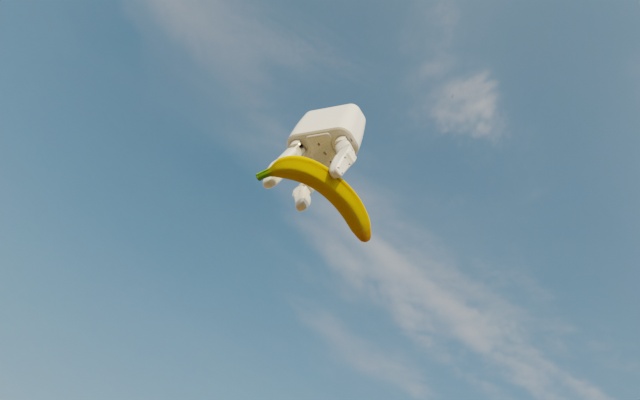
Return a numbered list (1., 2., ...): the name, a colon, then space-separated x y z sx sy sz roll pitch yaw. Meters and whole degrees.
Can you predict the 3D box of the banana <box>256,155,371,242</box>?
1. banana: 0.007 -0.012 0.701 0.198 0.070 0.037 32 33 -9
